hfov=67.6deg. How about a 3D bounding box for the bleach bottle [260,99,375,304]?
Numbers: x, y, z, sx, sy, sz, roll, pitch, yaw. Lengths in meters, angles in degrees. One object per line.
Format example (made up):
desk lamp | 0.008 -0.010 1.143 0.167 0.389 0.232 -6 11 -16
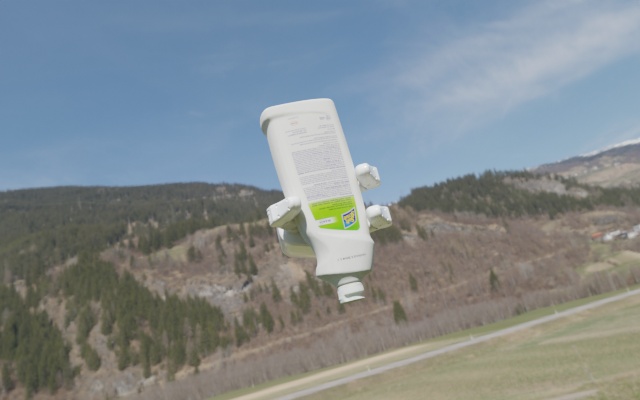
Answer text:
bleach bottle | 0.000 0.002 0.587 0.102 0.250 0.068 -12 -16 -9
